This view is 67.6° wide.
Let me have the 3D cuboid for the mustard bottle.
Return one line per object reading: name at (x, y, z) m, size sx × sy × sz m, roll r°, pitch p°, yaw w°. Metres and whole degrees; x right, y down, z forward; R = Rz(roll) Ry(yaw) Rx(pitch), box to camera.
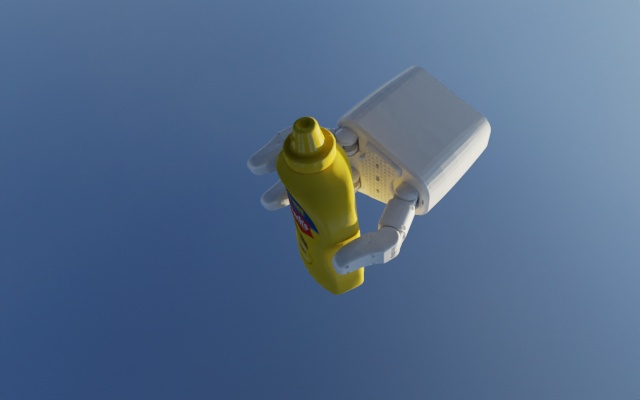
mustard bottle at (0.000, 0.002, 0.424) m, size 0.058 × 0.096 × 0.192 m, roll -22°, pitch -37°, yaw -9°
